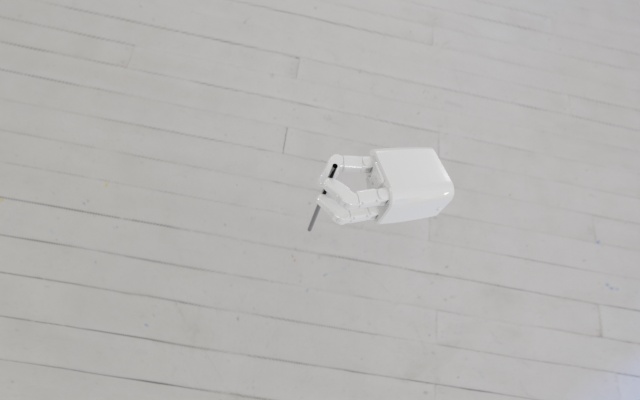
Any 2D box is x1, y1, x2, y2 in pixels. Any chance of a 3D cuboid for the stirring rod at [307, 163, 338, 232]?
[{"bbox_3d":[0.000,0.003,0.779,0.011,0.011,0.240,0,-25,-11],"label":"stirring rod"}]
